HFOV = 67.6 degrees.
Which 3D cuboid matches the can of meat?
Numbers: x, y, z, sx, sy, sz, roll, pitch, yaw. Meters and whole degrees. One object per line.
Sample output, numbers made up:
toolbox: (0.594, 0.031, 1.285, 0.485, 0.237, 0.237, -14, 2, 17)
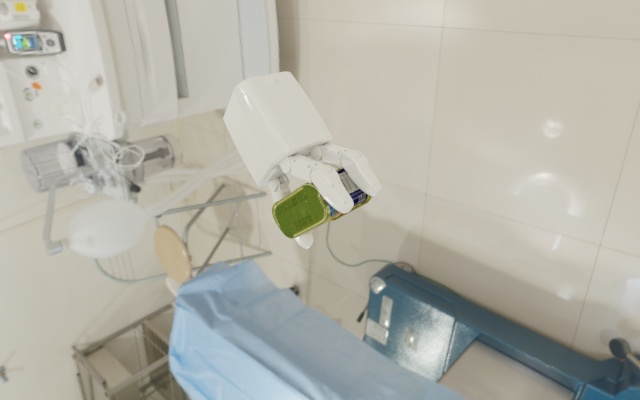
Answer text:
can of meat: (0.000, 0.002, 0.597, 0.084, 0.057, 0.102, -25, -4, -43)
